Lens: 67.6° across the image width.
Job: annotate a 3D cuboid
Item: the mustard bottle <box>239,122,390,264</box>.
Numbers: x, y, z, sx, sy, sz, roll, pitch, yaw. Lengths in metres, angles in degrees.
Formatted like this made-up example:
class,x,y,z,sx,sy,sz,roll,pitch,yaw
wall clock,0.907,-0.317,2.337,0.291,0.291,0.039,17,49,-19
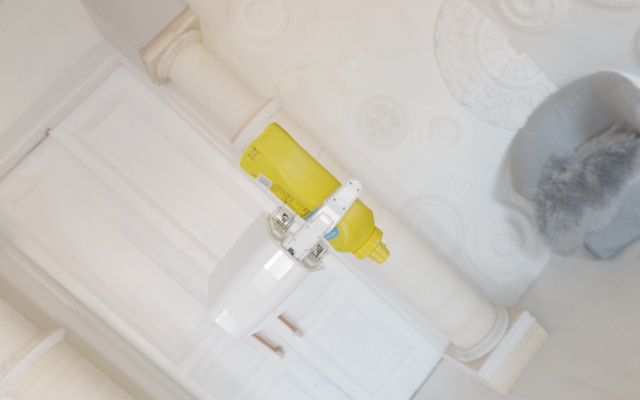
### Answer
class,x,y,z,sx,sy,sz,roll,pitch,yaw
mustard bottle,0.000,0.001,0.523,0.191,0.058,0.096,42,-19,-4
